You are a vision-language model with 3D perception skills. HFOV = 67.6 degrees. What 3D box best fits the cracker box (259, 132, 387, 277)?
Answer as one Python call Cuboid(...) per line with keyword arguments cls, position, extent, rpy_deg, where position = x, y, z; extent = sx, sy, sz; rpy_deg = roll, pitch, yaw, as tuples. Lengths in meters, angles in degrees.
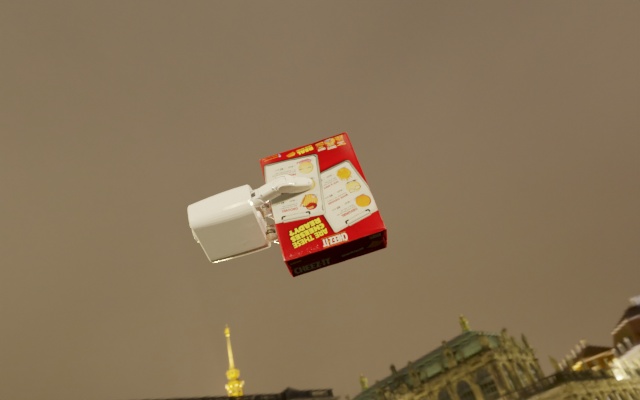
Cuboid(cls="cracker box", position=(0.000, 0.002, 0.800), extent=(0.164, 0.213, 0.072), rpy_deg=(-18, -35, -1))
